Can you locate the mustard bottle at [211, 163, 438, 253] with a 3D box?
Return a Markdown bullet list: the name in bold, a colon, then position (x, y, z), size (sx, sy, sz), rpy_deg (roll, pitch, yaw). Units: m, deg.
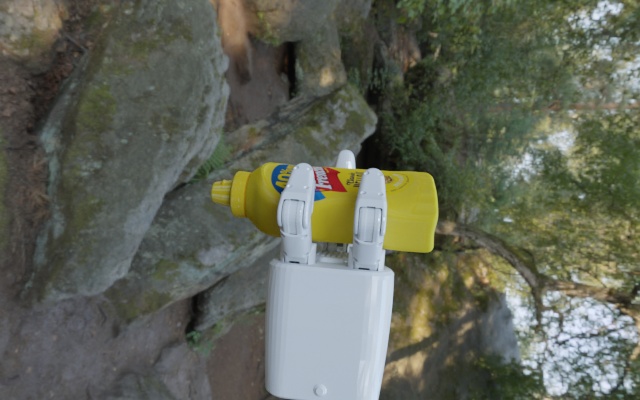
- **mustard bottle**: position (0.000, 0.001, 0.416), size (0.191, 0.058, 0.096), rpy_deg (5, 26, 5)
